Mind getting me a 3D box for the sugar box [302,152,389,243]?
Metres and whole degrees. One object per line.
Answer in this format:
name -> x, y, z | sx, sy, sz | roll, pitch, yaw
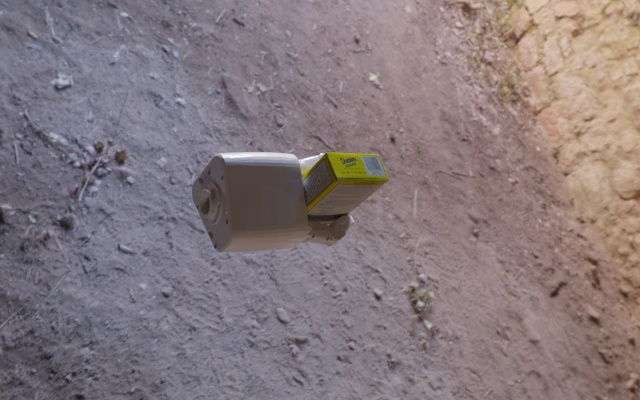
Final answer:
sugar box -> 0.000, 0.002, 0.636 | 0.093, 0.048, 0.176 | -1, -27, -40
